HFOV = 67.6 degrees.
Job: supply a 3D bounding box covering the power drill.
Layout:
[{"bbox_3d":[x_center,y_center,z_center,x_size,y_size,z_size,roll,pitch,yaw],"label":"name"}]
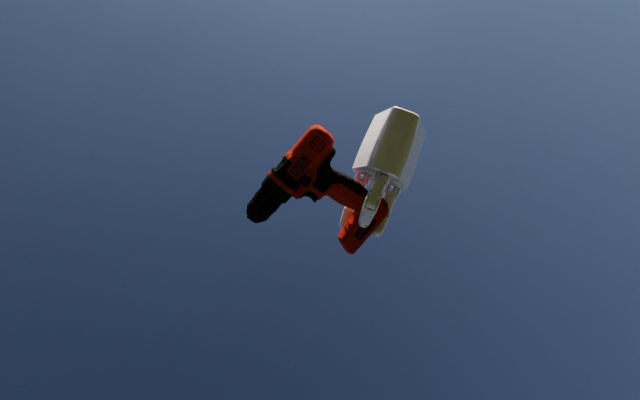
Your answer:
[{"bbox_3d":[0.001,0.003,0.761,0.188,0.184,0.057,39,8,-17],"label":"power drill"}]
